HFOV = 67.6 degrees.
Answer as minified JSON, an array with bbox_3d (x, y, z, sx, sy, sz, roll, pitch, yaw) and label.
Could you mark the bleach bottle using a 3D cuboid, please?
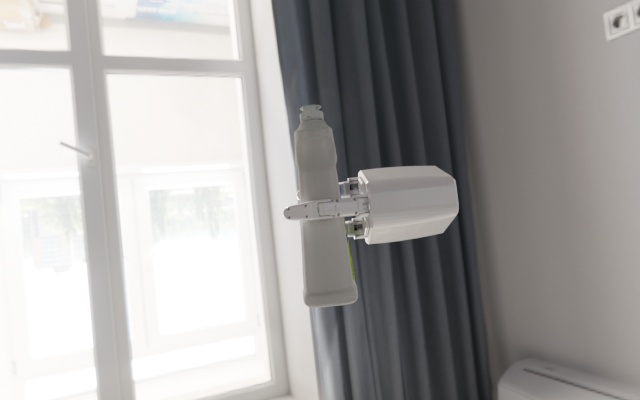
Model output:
[{"bbox_3d":[0.000,0.002,0.611,0.068,0.251,0.102,-6,-3,0],"label":"bleach bottle"}]
